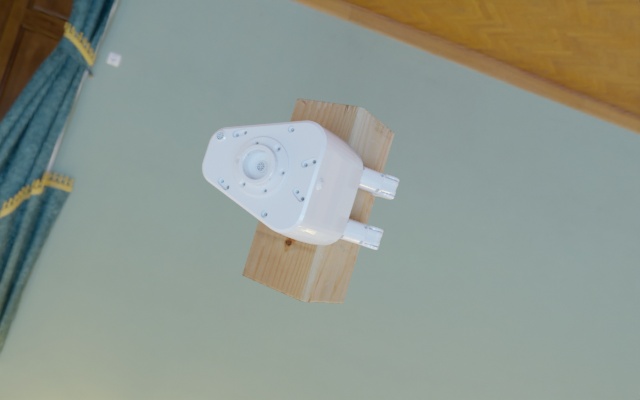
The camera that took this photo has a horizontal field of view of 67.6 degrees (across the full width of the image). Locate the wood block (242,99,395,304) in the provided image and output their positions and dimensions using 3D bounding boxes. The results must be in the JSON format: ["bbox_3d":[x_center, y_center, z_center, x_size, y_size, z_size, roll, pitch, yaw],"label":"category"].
[{"bbox_3d":[0.000,0.002,0.540,0.091,0.206,0.090,16,-3,33],"label":"wood block"}]
